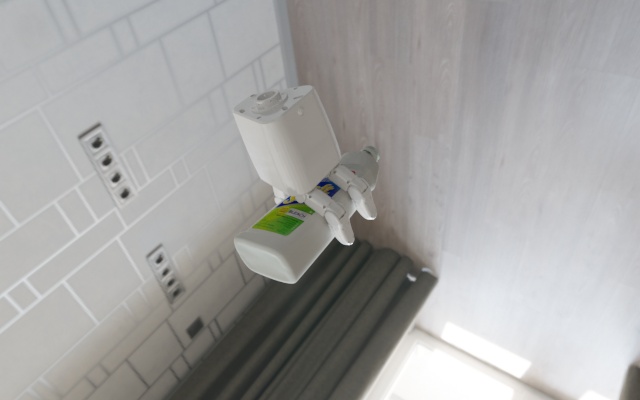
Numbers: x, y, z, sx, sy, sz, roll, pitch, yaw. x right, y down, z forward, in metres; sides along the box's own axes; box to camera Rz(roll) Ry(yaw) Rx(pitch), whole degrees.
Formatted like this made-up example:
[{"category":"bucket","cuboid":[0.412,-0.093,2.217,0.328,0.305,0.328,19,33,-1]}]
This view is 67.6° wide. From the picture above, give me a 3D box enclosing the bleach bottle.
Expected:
[{"category":"bleach bottle","cuboid":[0.000,0.002,0.669,0.102,0.068,0.250,11,45,39]}]
